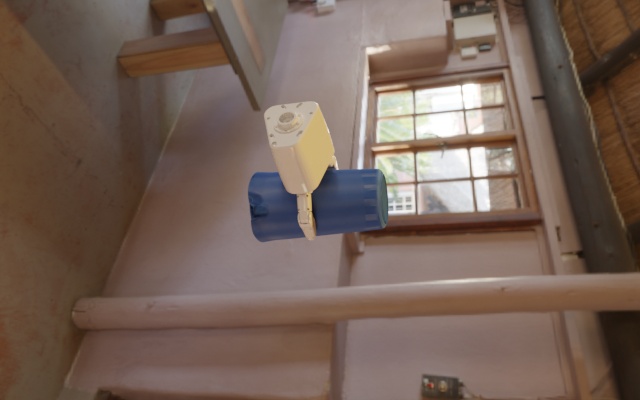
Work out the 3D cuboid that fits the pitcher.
[{"bbox_3d":[0.000,0.003,0.883,0.243,0.149,0.145,-4,-41,14],"label":"pitcher"}]
